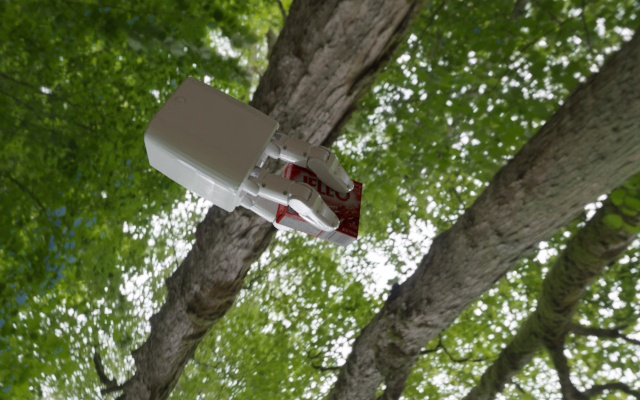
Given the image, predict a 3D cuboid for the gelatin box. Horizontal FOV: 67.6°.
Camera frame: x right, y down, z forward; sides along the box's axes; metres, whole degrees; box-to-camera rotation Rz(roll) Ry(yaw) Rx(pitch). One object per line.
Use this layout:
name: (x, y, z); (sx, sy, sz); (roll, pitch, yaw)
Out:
gelatin box: (0.000, 0.002, 0.520); (0.089, 0.073, 0.030); (21, -36, -18)
